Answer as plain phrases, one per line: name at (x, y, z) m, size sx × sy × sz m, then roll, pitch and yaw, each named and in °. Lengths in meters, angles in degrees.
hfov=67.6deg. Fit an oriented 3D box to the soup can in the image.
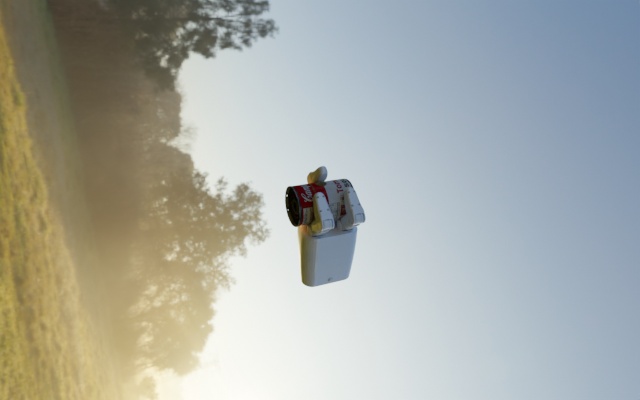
soup can at (0.000, 0.002, 0.793) m, size 0.102 × 0.068 × 0.068 m, roll -9°, pitch 3°, yaw -22°
